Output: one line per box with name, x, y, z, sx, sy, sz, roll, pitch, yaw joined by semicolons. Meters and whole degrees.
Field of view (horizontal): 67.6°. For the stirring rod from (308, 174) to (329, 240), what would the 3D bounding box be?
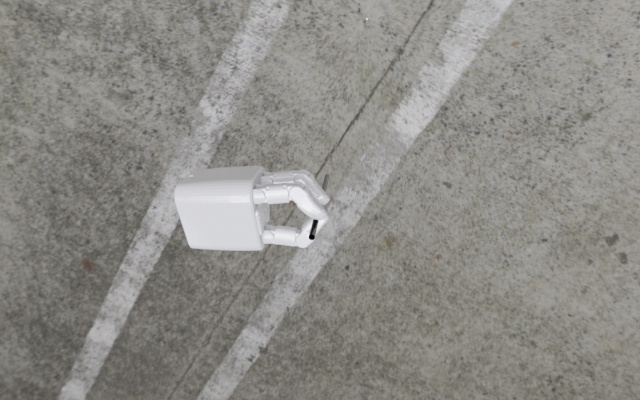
stirring rod;0.000;0.002;0.692;0.011;0.011;0.239;0;21;6
